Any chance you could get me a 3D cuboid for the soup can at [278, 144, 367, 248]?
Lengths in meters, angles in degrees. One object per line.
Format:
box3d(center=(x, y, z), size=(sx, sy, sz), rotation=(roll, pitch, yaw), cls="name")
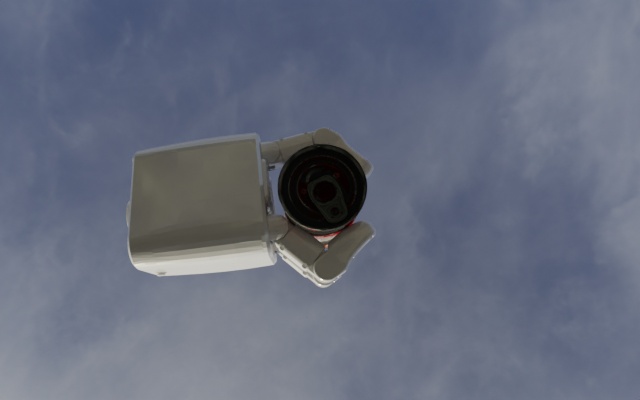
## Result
box3d(center=(0.001, 0.001, 0.408), size=(0.068, 0.068, 0.102), rotation=(0, -14, -2), cls="soup can")
